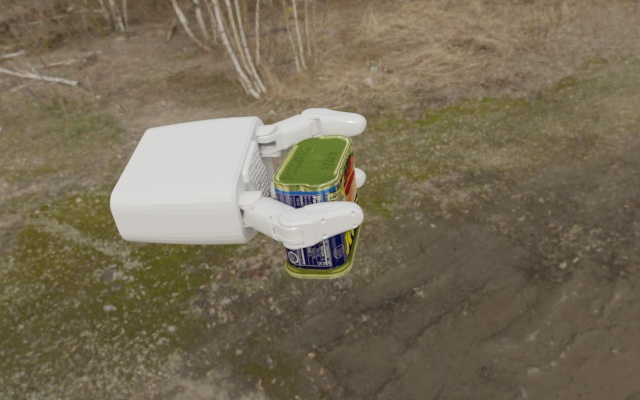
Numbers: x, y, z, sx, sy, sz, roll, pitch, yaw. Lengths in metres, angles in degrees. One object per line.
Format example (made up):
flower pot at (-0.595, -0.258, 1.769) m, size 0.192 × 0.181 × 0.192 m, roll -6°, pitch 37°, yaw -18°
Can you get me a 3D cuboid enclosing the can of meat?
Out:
can of meat at (0.000, 0.001, 0.403) m, size 0.057 × 0.084 × 0.102 m, roll 0°, pitch 30°, yaw 14°
